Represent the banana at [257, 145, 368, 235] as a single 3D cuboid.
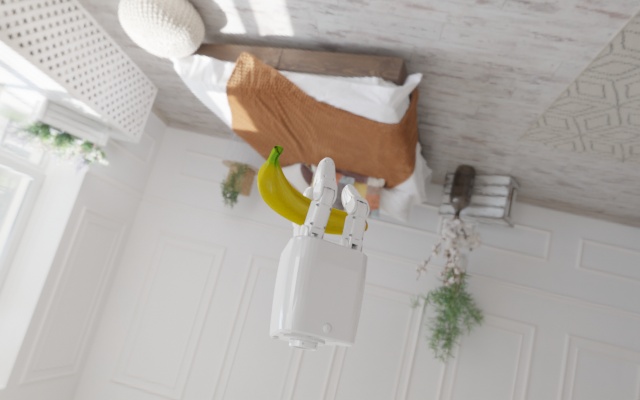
[{"bbox_3d":[-0.017,0.006,0.600,0.069,0.037,0.198,-19,-38,31],"label":"banana"}]
